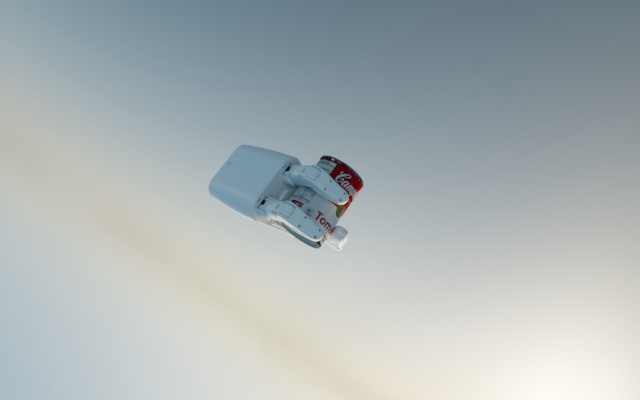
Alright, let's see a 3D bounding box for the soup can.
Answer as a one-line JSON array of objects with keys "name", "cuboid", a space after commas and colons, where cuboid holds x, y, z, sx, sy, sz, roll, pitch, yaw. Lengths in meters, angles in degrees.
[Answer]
[{"name": "soup can", "cuboid": [0.000, 0.002, 0.614, 0.068, 0.102, 0.068, 33, -16, 11]}]
